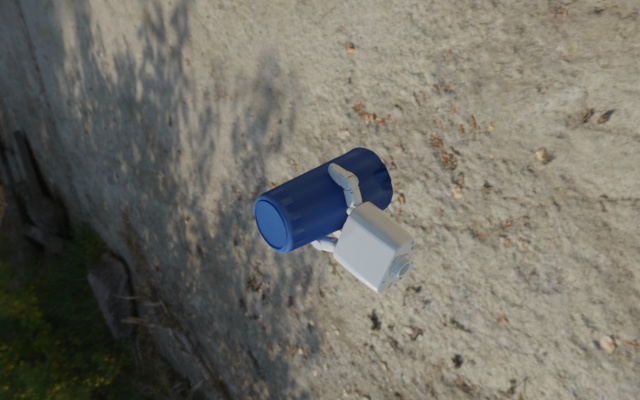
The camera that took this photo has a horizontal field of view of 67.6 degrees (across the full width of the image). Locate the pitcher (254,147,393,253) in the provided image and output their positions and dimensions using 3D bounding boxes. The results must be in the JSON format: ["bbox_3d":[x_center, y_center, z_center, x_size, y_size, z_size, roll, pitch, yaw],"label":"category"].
[{"bbox_3d":[0.000,0.003,0.868,0.243,0.149,0.145,-25,49,-35],"label":"pitcher"}]
